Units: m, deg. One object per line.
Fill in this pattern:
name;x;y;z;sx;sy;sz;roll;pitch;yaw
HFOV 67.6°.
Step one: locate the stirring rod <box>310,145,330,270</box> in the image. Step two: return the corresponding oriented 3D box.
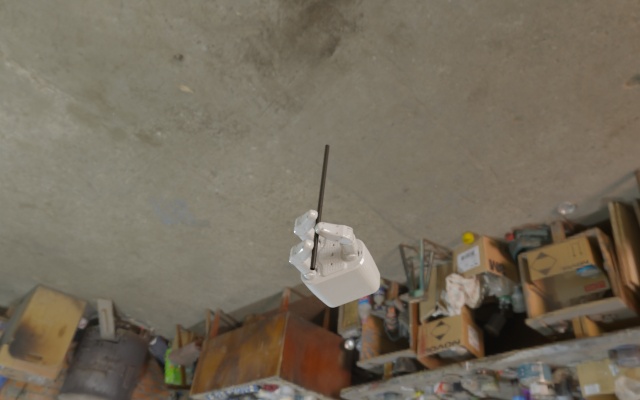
stirring rod;0.000;0.002;0.764;0.011;0.239;0.011;5;-35;3
